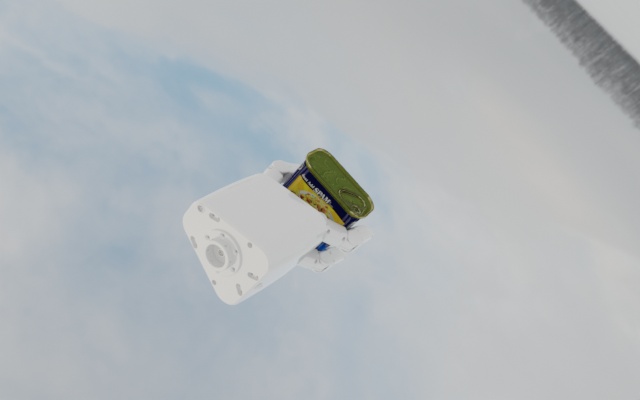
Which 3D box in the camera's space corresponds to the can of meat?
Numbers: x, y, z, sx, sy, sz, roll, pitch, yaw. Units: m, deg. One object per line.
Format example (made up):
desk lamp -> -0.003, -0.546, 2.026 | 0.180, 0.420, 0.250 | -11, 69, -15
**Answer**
can of meat -> 0.000, 0.002, 0.589 | 0.084, 0.102, 0.057 | -45, -4, 33
